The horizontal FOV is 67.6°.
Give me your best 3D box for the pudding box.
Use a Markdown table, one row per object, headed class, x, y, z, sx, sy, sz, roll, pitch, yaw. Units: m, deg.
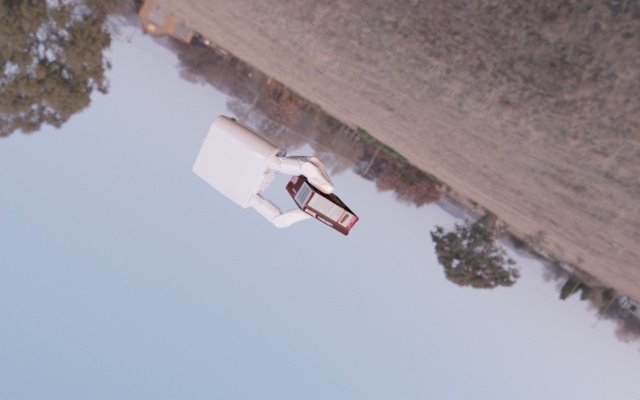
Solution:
| class | x | y | z | sx | sy | sz | roll | pitch | yaw |
| --- | --- | --- | --- | --- | --- | --- | --- | --- | --- |
| pudding box | 0.000 | 0.003 | 0.746 | 0.090 | 0.039 | 0.113 | 30 | 10 | -24 |
